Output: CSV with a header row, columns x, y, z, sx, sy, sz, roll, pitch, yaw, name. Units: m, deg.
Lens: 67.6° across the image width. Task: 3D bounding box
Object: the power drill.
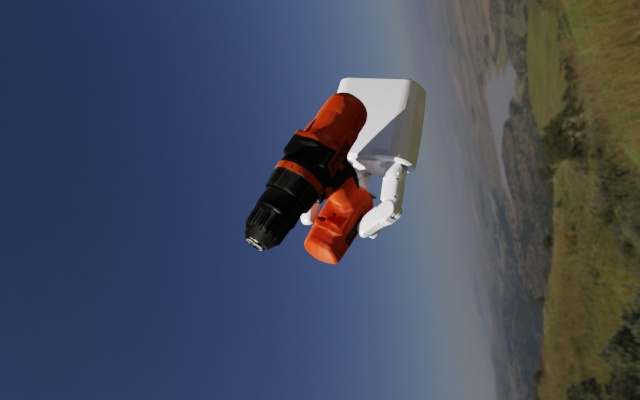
x,y,z,sx,sy,sz,roll,pitch,yaw,name
0.000,0.002,0.527,0.057,0.184,0.188,28,-19,23,power drill
